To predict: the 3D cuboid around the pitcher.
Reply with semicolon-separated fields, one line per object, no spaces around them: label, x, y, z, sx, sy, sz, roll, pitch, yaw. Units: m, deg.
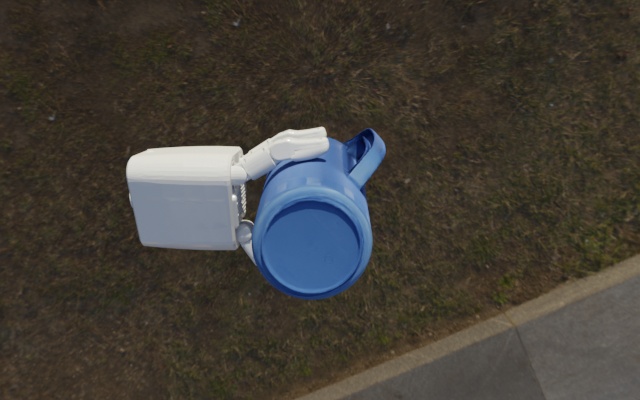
pitcher;0.000;0.002;0.527;0.145;0.149;0.242;2;15;-1
